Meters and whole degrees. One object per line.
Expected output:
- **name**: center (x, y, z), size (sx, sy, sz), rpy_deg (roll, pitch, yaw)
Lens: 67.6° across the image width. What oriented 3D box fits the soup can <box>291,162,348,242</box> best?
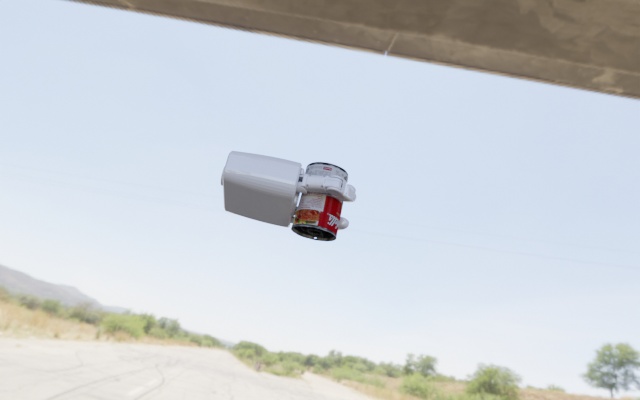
- **soup can**: center (0.001, 0.002, 0.711), size (0.068, 0.102, 0.068), rpy_deg (11, -19, 4)
